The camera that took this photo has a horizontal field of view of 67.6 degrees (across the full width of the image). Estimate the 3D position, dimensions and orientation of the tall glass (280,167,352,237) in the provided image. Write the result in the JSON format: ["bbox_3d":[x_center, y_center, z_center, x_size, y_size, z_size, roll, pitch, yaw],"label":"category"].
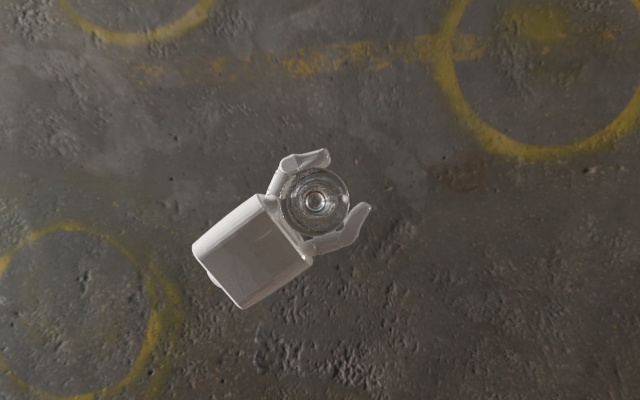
[{"bbox_3d":[0.000,0.002,0.604,0.079,0.079,0.201,0,0,4],"label":"tall glass"}]
